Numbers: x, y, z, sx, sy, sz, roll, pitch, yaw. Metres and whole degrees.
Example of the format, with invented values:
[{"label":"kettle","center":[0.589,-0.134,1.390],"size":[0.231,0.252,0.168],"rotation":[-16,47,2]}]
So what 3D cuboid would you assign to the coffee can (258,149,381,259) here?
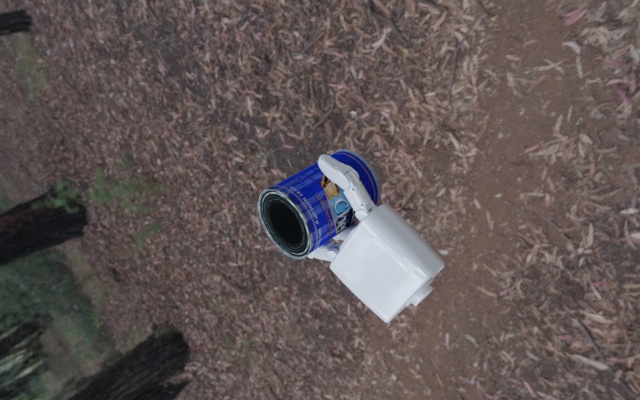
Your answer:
[{"label":"coffee can","center":[0.000,0.002,0.656],"size":[0.140,0.103,0.103],"rotation":[-31,19,-36]}]
